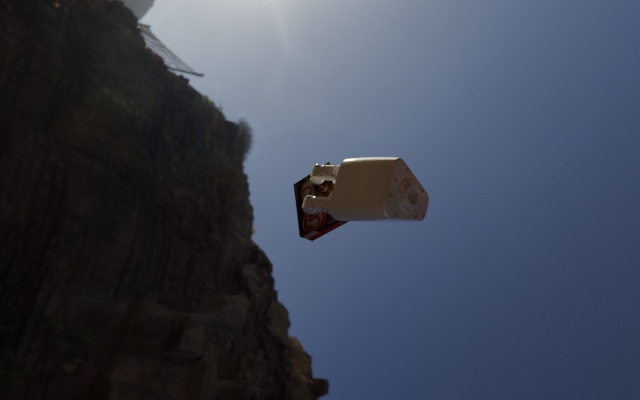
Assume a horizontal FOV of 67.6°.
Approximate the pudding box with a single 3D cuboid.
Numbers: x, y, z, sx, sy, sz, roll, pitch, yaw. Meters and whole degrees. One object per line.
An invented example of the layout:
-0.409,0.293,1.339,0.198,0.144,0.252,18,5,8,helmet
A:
0.000,0.003,0.835,0.090,0.113,0.039,-30,-39,31,pudding box
